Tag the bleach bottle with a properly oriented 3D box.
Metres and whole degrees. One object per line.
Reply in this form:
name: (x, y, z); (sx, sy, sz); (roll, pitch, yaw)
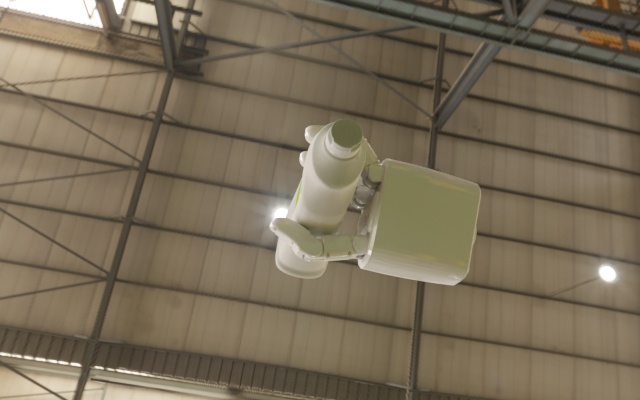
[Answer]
bleach bottle: (0.000, 0.002, 0.511); (0.068, 0.102, 0.251); (12, -26, -5)
